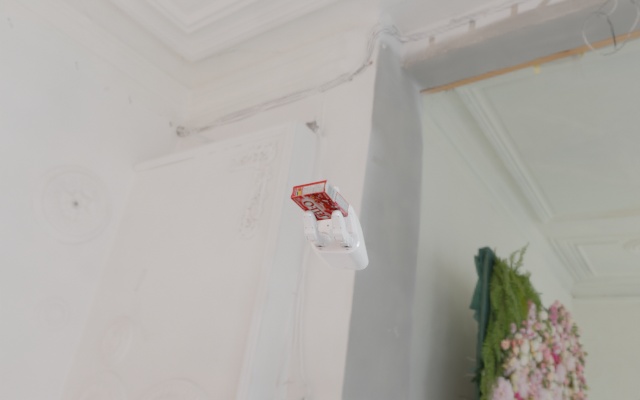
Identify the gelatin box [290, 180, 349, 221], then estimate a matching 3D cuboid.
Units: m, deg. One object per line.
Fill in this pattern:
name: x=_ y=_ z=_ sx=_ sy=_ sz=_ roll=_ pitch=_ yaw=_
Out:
gelatin box: x=0.000 y=0.002 z=0.873 sx=0.073 sy=0.030 sz=0.089 roll=-9 pitch=-37 yaw=30
